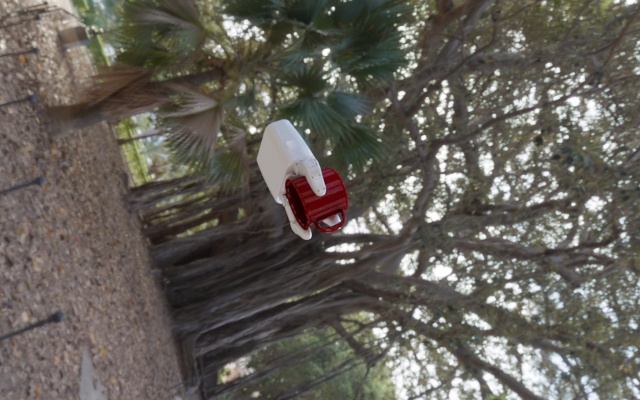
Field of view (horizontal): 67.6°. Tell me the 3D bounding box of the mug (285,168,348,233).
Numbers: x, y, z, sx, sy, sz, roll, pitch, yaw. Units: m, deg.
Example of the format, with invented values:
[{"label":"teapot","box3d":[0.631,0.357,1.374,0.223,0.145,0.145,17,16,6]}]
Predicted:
[{"label":"mug","box3d":[0.001,0.004,0.808,0.081,0.117,0.093,-21,-32,-17]}]
